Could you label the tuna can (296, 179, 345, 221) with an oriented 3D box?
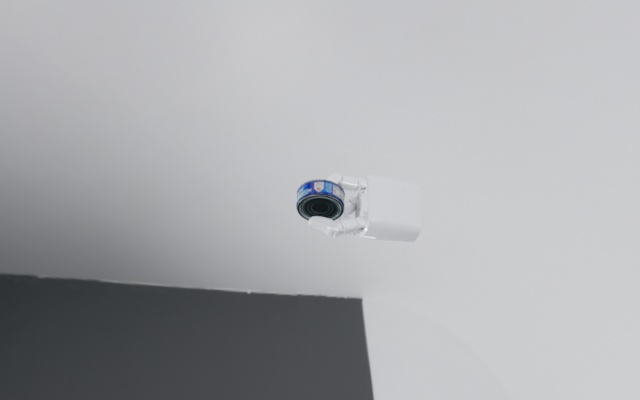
[{"bbox_3d":[0.000,0.003,0.837,0.086,0.033,0.086,2,-38,1],"label":"tuna can"}]
